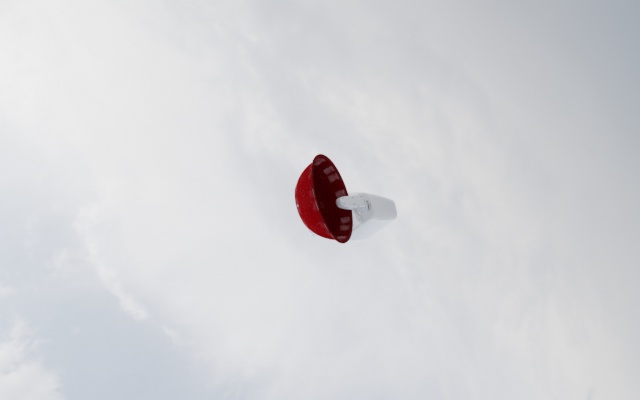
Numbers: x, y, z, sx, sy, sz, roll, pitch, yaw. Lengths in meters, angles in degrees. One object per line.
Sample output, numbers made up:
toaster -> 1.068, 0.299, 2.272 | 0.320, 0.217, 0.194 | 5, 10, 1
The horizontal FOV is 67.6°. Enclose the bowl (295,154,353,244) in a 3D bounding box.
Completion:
bowl -> -0.001, 0.002, 0.840 | 0.055, 0.162, 0.162 | -16, -6, 22
